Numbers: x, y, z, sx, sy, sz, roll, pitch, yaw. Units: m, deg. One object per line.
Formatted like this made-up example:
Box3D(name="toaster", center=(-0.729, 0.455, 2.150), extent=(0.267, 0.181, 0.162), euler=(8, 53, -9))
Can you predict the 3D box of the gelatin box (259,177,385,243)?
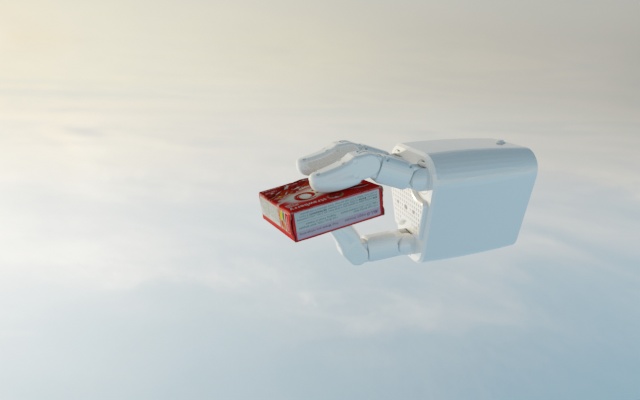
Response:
Box3D(name="gelatin box", center=(0.000, 0.002, 0.421), extent=(0.089, 0.030, 0.073), euler=(-17, 21, -23))
